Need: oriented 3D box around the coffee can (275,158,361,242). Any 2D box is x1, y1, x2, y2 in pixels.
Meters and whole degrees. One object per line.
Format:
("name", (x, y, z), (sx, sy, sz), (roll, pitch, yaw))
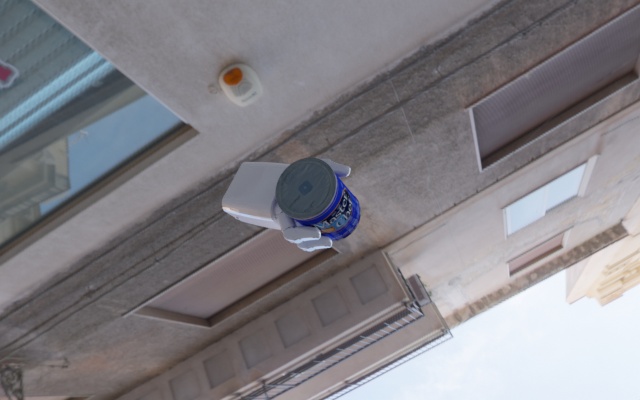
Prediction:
("coffee can", (0.000, 0.003, 0.805), (0.103, 0.102, 0.140), (0, -19, 22))
